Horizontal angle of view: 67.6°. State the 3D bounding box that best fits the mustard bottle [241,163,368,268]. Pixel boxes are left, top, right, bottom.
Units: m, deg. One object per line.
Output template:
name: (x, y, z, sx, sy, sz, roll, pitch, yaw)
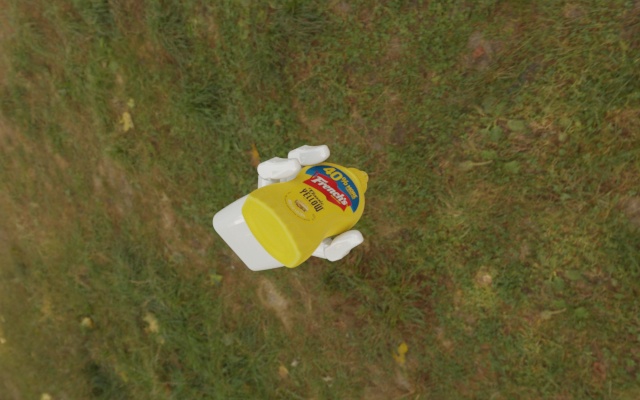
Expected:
mustard bottle: (0.000, 0.002, 0.596, 0.191, 0.096, 0.058, -30, -18, -45)
